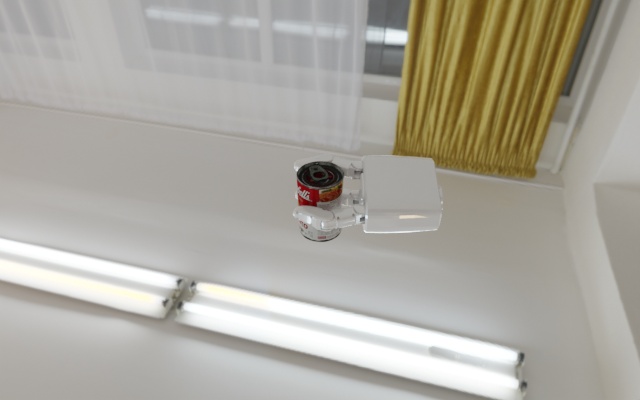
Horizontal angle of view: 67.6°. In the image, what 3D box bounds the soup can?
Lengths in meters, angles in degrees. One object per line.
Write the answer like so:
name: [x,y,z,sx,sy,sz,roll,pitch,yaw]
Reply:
soup can: [0.000,0.003,0.707,0.068,0.102,0.068,0,37,0]
